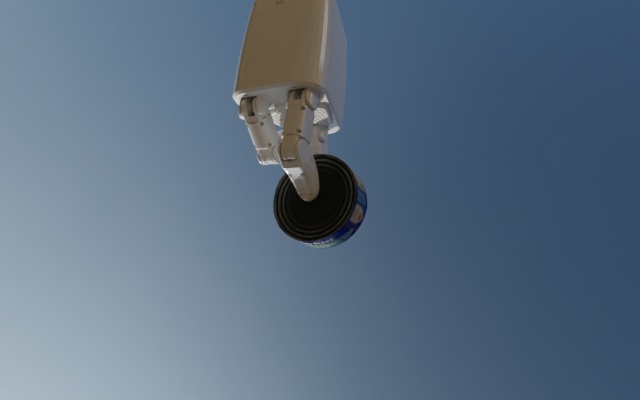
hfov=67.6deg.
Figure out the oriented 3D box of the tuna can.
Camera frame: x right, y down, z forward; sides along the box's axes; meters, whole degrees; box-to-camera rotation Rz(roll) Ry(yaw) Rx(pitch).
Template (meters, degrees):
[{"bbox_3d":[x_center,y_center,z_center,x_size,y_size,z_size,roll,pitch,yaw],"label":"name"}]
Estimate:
[{"bbox_3d":[0.000,0.002,0.454,0.086,0.086,0.034,0,-18,27],"label":"tuna can"}]
